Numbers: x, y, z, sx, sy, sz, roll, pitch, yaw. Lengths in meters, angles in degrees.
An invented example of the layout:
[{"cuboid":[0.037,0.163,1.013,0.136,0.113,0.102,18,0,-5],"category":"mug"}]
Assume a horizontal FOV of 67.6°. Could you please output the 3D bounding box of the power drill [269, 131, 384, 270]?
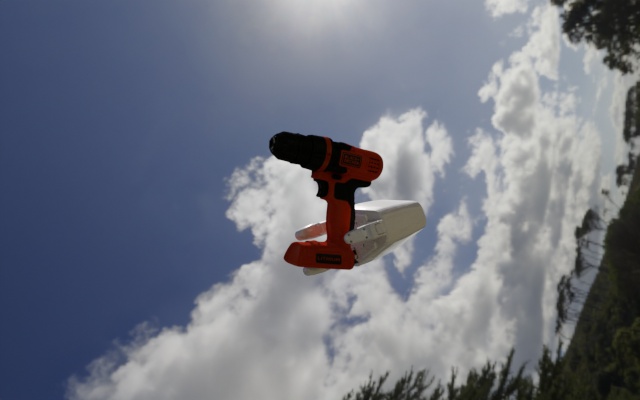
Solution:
[{"cuboid":[0.000,0.003,0.691,0.184,0.187,0.057,10,2,-28],"category":"power drill"}]
